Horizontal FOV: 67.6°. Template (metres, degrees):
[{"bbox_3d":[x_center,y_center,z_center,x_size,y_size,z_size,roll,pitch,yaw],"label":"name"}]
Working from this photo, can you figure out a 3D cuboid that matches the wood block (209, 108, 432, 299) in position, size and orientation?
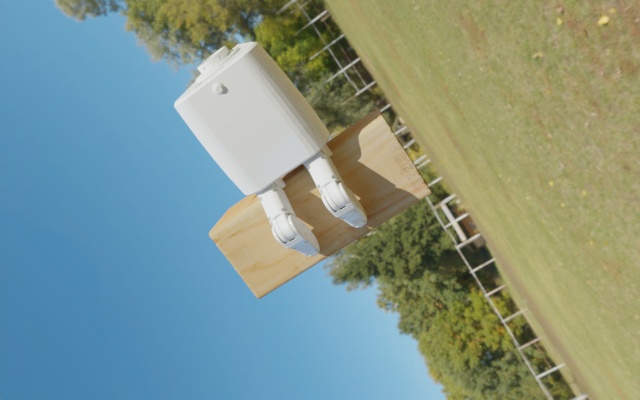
[{"bbox_3d":[0.000,0.001,0.503,0.206,0.090,0.090,-33,12,13],"label":"wood block"}]
